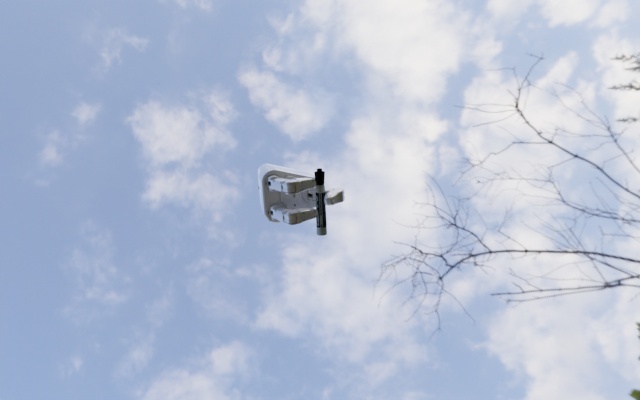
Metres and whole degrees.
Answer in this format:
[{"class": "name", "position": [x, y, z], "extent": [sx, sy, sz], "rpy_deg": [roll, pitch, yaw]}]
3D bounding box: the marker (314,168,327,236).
[{"class": "marker", "position": [0.000, 0.003, 0.850], "extent": [0.020, 0.121, 0.020], "rpy_deg": [-2, 14, 1]}]
